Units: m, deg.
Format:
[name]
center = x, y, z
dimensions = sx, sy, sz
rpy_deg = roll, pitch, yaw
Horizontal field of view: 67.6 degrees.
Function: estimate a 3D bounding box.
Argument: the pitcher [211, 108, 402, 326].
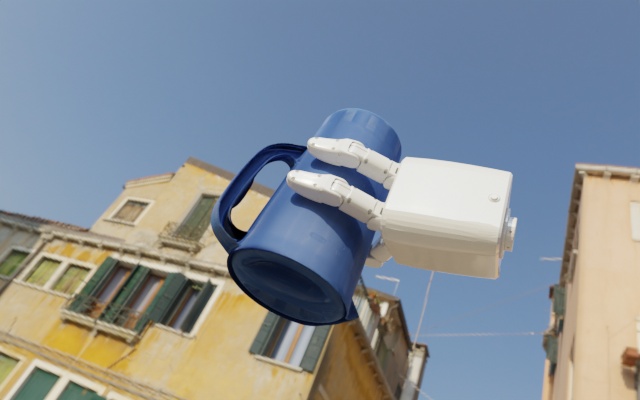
[pitcher]
center = 0.000, 0.002, 0.537
dimensions = 0.145, 0.242, 0.149
rpy_deg = 8, -40, 25
